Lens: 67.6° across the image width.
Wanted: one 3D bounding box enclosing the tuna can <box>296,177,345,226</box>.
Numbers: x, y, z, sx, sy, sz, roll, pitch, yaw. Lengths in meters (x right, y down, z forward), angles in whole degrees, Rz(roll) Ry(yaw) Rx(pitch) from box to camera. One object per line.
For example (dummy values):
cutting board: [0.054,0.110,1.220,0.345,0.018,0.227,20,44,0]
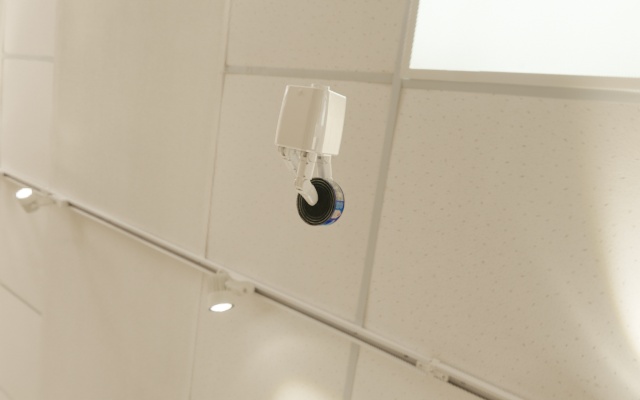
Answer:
tuna can: [0.000,0.003,0.850,0.086,0.086,0.034,0,-3,37]
